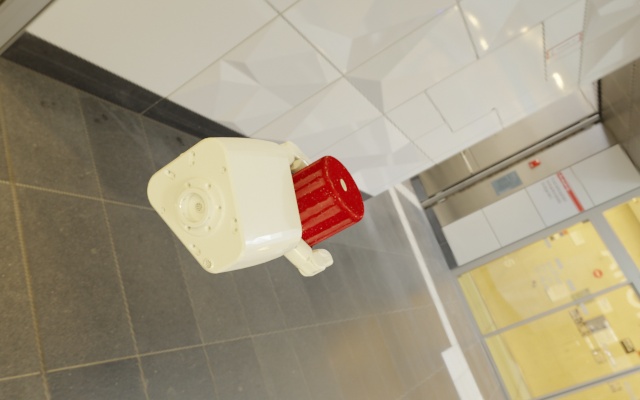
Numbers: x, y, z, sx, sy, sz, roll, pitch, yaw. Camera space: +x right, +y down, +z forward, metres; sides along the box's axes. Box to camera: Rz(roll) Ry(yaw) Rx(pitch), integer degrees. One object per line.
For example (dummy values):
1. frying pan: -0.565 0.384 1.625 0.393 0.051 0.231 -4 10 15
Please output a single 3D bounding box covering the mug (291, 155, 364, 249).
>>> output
1. mug: 0.001 0.002 0.546 0.081 0.093 0.117 -29 -8 22
